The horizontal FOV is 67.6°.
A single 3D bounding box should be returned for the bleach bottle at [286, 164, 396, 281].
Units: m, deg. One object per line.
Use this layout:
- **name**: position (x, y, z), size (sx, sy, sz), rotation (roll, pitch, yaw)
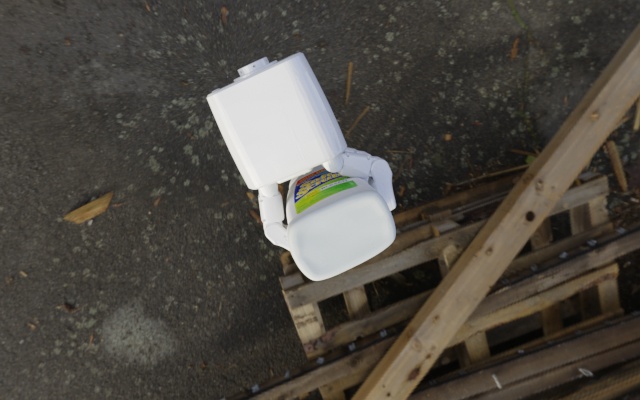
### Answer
- **bleach bottle**: position (0.000, 0.002, 0.548), size (0.102, 0.068, 0.250), rotation (-24, 17, -4)
